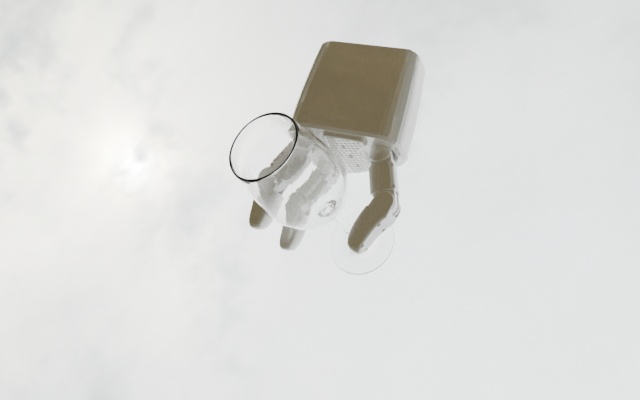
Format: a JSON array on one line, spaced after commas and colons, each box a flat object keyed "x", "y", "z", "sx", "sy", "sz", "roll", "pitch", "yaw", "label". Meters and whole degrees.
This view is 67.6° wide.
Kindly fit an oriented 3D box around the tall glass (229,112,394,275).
[{"x": 0.000, "y": 0.002, "z": 0.439, "sx": 0.079, "sy": 0.079, "sz": 0.201, "roll": 0, "pitch": -25, "yaw": 30, "label": "tall glass"}]
